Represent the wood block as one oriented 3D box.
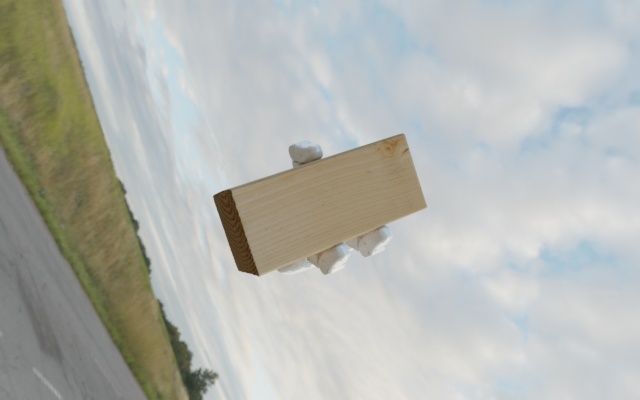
[{"bbox_3d":[0.000,0.001,0.529,0.206,0.091,0.090,-20,4,-23],"label":"wood block"}]
